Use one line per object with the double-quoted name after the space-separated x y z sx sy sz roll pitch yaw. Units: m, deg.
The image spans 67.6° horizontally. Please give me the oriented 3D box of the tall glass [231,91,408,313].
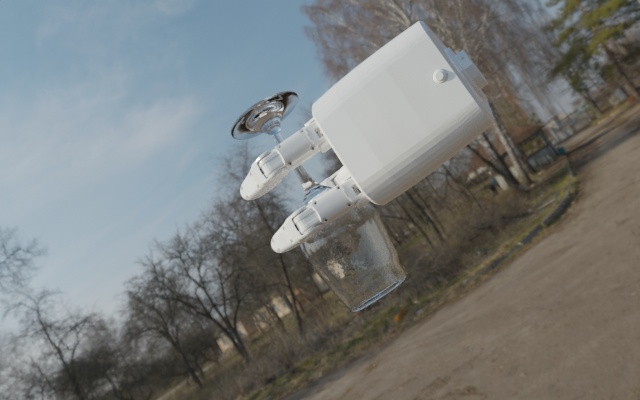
0.000 0.001 0.442 0.079 0.201 0.079 -32 -8 -5 "tall glass"
